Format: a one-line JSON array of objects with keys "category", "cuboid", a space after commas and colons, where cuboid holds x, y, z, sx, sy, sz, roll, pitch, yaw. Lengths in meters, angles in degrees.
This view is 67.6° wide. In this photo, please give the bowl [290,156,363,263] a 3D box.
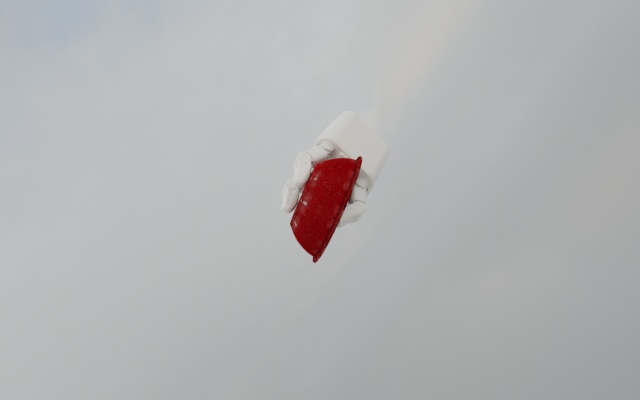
[{"category": "bowl", "cuboid": [0.000, 0.003, 0.660, 0.055, 0.162, 0.162, 24, -2, -4]}]
